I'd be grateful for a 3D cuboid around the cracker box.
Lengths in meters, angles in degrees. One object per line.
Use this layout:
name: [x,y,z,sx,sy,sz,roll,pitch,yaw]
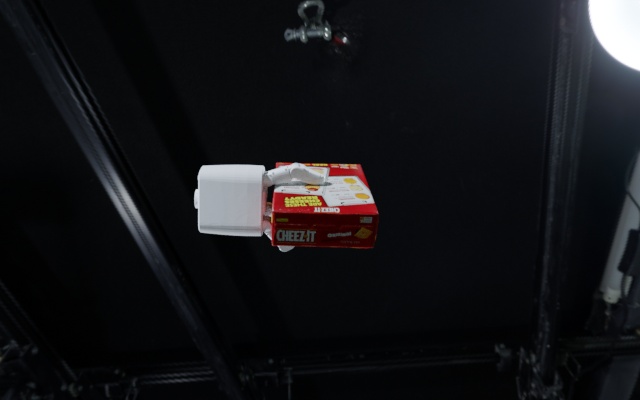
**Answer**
cracker box: [0.000,0.002,0.825,0.164,0.072,0.213,1,25,-4]
